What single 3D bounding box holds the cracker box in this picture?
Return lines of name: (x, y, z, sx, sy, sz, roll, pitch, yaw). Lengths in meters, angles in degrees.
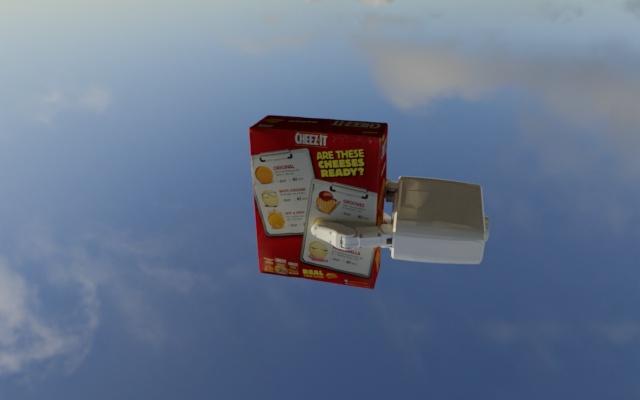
cracker box: (0.000, 0.002, 0.629, 0.164, 0.214, 0.072, 6, 27, 13)
